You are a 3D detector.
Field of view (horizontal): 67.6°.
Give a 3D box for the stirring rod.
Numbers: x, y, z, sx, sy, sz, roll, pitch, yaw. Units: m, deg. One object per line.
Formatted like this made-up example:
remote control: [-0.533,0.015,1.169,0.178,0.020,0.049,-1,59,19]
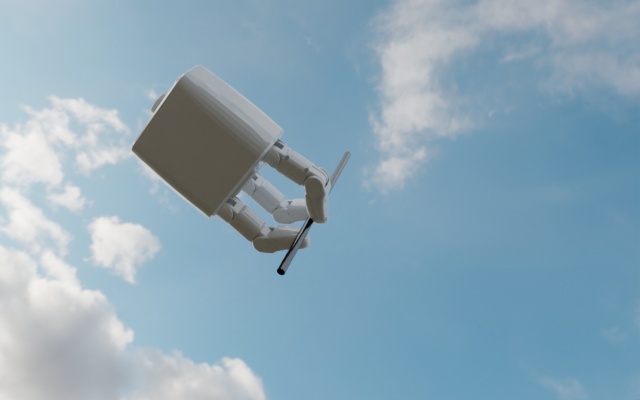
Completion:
stirring rod: [0.000,0.002,0.522,0.011,0.011,0.239,0,31,20]
